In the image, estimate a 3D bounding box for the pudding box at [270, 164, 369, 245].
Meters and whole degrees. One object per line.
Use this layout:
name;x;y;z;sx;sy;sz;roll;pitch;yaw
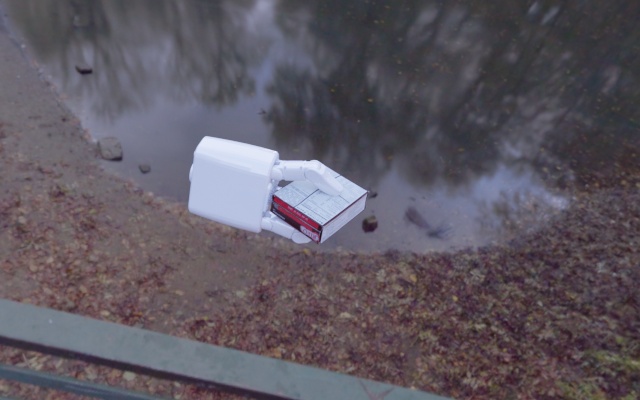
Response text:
pudding box;0.000;0.002;0.665;0.090;0.039;0.113;33;46;23
